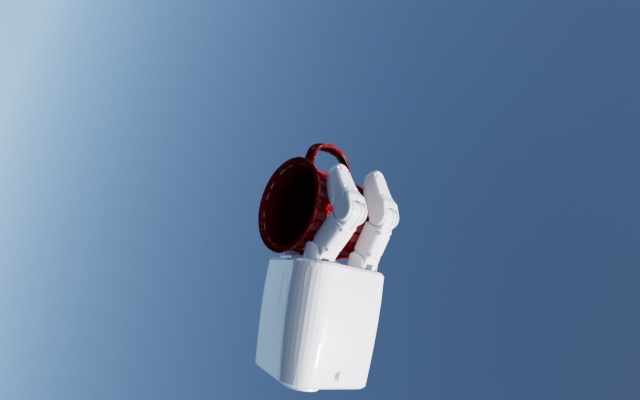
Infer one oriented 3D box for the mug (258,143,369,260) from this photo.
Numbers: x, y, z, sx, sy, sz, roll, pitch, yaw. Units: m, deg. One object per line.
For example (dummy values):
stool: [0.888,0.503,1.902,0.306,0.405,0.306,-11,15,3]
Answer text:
mug: [0.000,0.000,0.475,0.081,0.117,0.093,18,-13,-38]
